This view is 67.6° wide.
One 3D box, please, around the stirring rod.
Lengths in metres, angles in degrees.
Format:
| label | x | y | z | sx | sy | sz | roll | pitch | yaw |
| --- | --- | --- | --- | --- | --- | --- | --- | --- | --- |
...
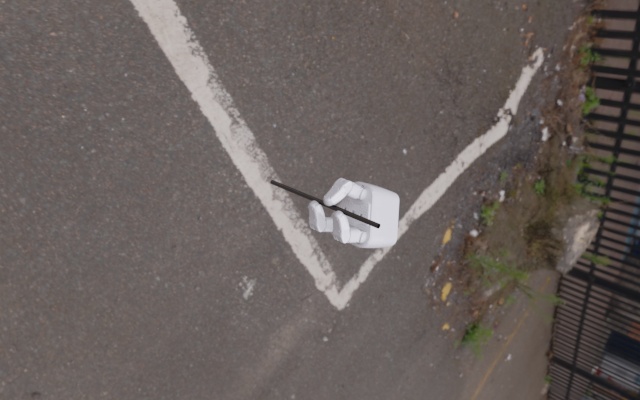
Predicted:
| label | x | y | z | sx | sy | sz | roll | pitch | yaw |
| --- | --- | --- | --- | --- | --- | --- | --- | --- | --- |
| stirring rod | 0.000 | 0.003 | 0.800 | 0.239 | 0.011 | 0.011 | 22 | 14 | 37 |
